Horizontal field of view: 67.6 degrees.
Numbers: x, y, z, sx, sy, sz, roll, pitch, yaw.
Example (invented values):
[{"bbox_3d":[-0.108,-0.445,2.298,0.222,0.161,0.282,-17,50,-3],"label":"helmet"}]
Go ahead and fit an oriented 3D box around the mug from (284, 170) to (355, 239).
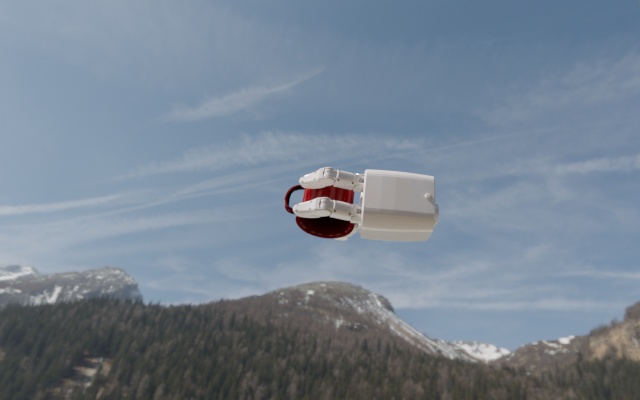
[{"bbox_3d":[-0.001,0.002,0.772,0.117,0.081,0.093,6,-33,5],"label":"mug"}]
